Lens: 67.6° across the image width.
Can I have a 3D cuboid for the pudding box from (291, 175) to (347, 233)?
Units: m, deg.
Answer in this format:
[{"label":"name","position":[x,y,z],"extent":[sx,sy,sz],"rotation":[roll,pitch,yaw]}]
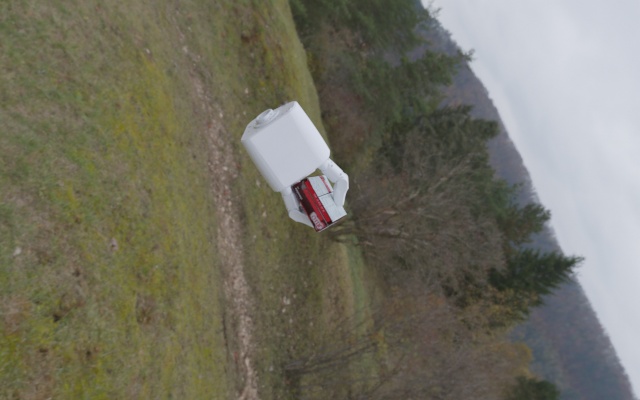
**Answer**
[{"label":"pudding box","position":[0.000,0.003,0.839],"extent":[0.039,0.090,0.113],"rotation":[-29,-3,18]}]
